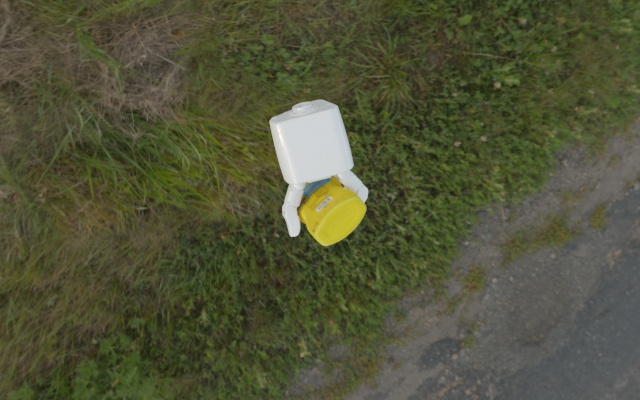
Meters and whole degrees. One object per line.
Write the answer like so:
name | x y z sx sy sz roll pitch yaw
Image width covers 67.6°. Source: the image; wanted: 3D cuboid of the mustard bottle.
mustard bottle | 0.000 0.003 0.827 0.058 0.096 0.191 47 -2 -28
